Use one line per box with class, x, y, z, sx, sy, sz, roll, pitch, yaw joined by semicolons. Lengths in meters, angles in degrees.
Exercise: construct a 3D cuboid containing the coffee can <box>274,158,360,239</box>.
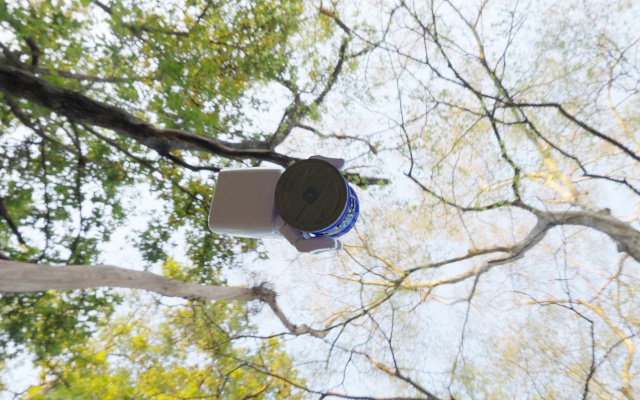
coffee can;0.000;0.002;0.717;0.103;0.103;0.140;0;-9;12
